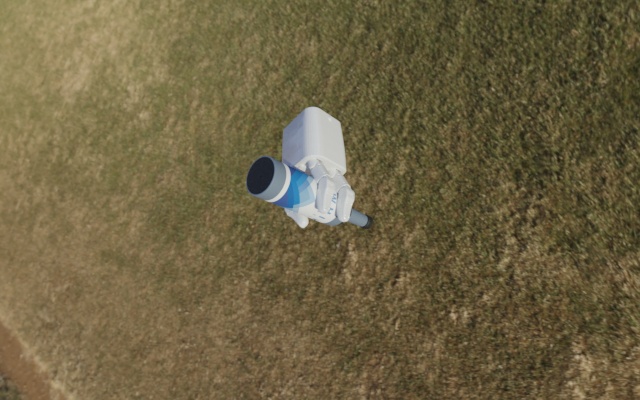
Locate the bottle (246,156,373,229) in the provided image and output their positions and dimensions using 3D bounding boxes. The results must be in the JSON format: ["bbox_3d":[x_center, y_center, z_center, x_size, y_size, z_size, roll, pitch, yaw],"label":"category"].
[{"bbox_3d":[0.000,0.003,0.847,0.069,0.069,0.296,0,-16,42],"label":"bottle"}]
